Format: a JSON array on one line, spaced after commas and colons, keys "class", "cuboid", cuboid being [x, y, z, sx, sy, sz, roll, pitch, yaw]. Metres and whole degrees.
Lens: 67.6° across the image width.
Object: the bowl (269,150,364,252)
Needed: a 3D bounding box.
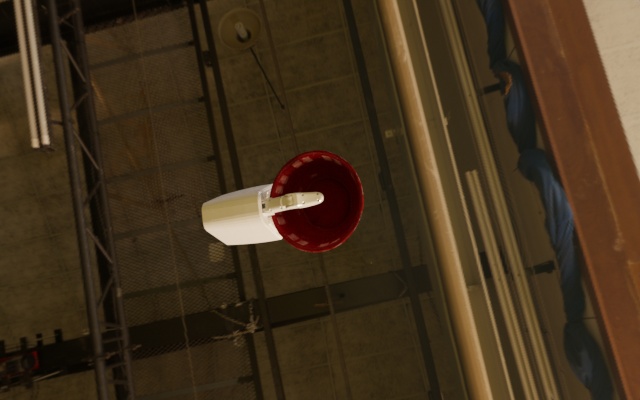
[{"class": "bowl", "cuboid": [0.002, 0.003, 0.776, 0.162, 0.162, 0.055, 0, -5, 23]}]
